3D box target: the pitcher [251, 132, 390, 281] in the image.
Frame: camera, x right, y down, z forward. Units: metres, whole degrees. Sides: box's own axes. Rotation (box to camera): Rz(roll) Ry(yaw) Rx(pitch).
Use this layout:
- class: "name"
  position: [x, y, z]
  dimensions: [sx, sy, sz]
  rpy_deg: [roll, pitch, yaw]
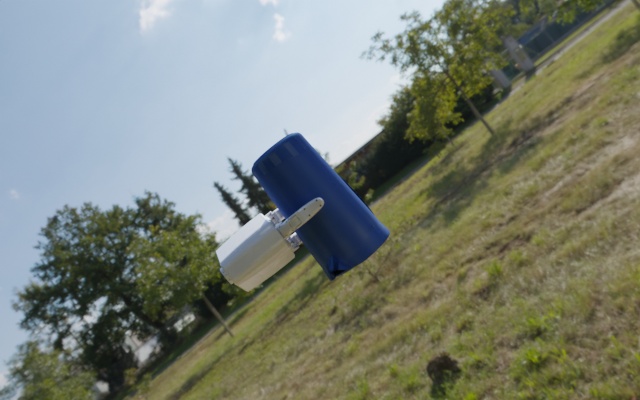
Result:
- class: "pitcher"
  position: [0.000, 0.003, 0.827]
  dimensions: [0.145, 0.243, 0.149]
  rpy_deg: [-39, 2, -7]
